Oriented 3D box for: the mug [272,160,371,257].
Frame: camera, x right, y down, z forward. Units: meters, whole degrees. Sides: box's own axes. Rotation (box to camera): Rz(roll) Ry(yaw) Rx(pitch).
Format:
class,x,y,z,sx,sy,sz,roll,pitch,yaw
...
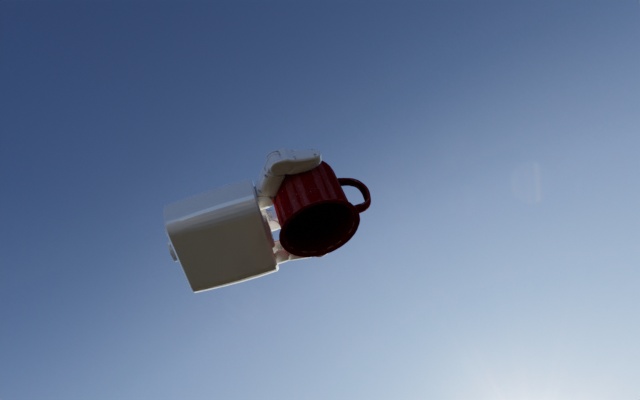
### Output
class,x,y,z,sx,sy,sz,roll,pitch,yaw
mug,0.001,0.001,0.553,0.117,0.081,0.093,-16,-42,-7
